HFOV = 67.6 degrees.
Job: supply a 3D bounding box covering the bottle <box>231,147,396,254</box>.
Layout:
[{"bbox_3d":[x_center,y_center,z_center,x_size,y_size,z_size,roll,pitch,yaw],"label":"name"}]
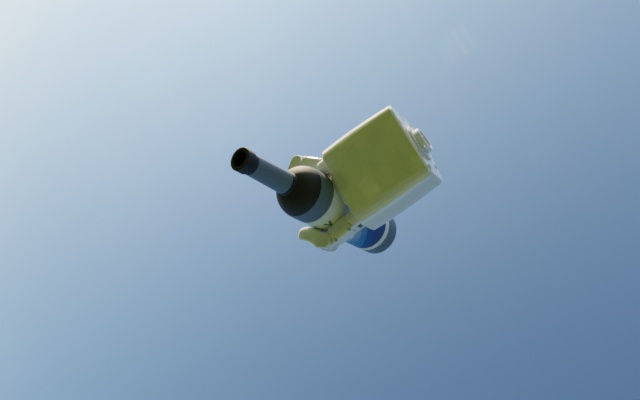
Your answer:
[{"bbox_3d":[0.000,0.002,0.614,0.069,0.069,0.296,0,-18,38],"label":"bottle"}]
